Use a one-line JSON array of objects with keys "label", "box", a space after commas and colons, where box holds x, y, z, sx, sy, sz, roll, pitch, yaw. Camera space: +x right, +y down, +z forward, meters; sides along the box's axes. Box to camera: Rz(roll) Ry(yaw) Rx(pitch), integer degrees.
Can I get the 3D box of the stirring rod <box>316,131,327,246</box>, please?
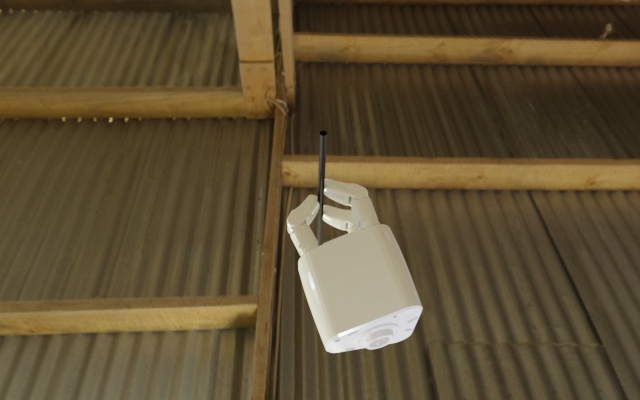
[{"label": "stirring rod", "box": [0.000, 0.002, 0.604, 0.011, 0.011, 0.240, 0, -38, -2]}]
